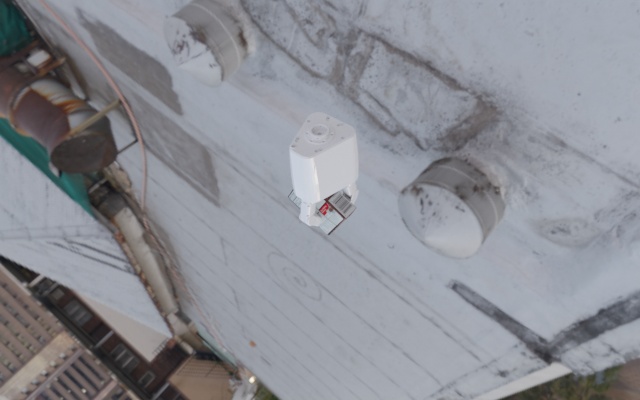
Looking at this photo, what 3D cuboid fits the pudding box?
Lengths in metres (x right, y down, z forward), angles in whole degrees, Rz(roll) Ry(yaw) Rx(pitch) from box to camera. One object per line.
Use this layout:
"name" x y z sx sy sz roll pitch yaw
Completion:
"pudding box" 0.000 0.003 0.890 0.039 0.113 0.090 -44 -3 -31
